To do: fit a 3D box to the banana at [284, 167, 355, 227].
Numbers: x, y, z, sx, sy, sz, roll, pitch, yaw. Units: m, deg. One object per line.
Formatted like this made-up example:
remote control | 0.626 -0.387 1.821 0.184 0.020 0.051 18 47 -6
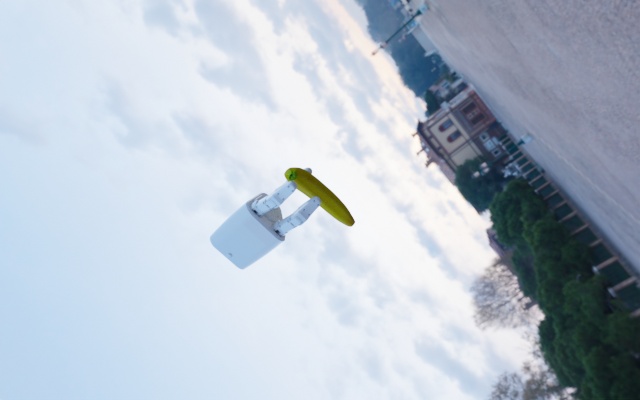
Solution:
banana | -0.007 -0.011 0.870 0.037 0.069 0.198 -38 -45 17
